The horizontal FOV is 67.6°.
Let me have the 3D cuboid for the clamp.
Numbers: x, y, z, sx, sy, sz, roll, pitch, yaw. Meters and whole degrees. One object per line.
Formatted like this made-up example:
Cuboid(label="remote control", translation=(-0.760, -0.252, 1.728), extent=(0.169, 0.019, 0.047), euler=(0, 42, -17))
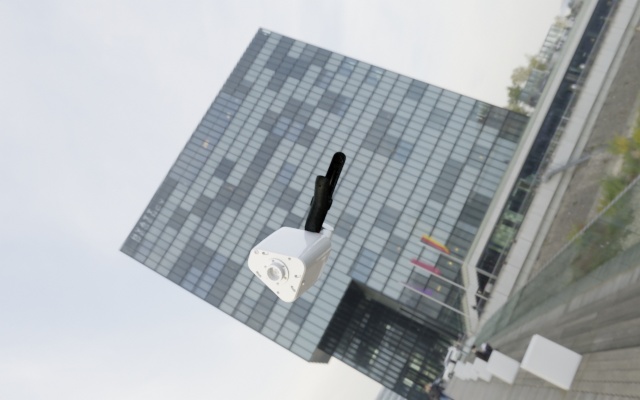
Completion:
Cuboid(label="clamp", translation=(0.000, 0.003, 0.858), extent=(0.039, 0.171, 0.120), euler=(22, 24, 15))
